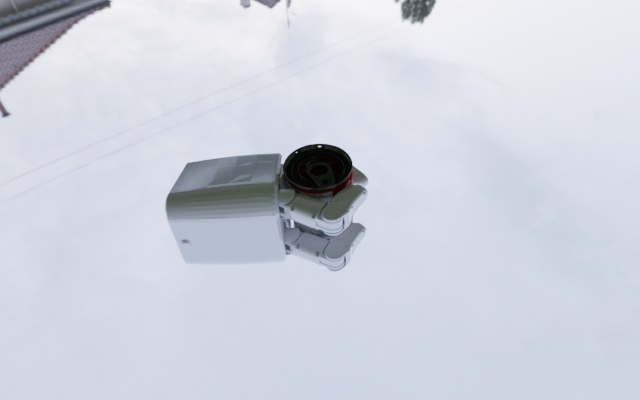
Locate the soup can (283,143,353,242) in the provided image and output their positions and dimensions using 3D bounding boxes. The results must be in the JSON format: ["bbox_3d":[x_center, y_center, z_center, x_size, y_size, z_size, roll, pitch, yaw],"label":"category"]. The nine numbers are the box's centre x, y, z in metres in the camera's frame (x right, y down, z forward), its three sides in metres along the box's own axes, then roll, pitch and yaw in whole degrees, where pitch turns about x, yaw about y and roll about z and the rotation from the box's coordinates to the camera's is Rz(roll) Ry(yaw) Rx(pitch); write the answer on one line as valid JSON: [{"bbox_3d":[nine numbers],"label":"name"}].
[{"bbox_3d":[0.001,0.002,0.498,0.068,0.102,0.068,-2,44,2],"label":"soup can"}]
